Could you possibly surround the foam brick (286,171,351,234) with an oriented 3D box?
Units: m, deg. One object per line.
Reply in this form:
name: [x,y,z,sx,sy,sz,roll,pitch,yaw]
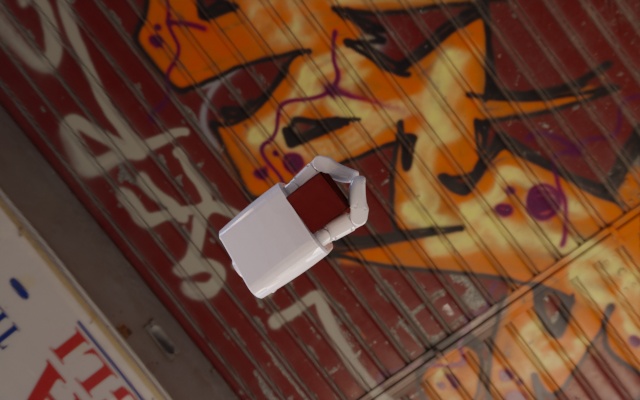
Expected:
foam brick: [0.000,0.002,0.566,0.051,0.053,0.078,-36,-3,6]
